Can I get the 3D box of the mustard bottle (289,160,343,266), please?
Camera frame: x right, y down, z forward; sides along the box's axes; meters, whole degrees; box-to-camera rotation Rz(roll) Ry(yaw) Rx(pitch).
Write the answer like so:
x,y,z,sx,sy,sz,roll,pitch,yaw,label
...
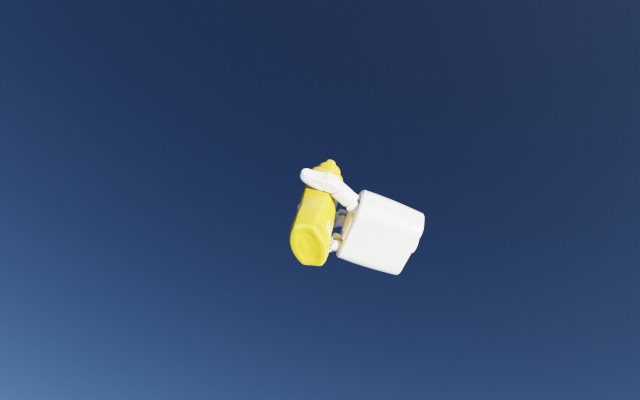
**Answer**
x,y,z,sx,sy,sz,roll,pitch,yaw,label
0.000,0.003,0.763,0.058,0.096,0.191,2,45,14,mustard bottle
